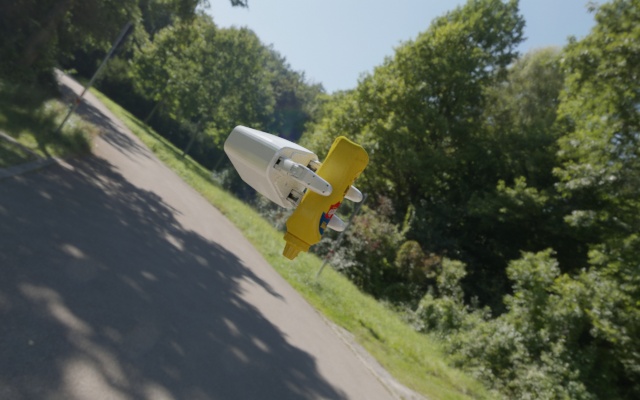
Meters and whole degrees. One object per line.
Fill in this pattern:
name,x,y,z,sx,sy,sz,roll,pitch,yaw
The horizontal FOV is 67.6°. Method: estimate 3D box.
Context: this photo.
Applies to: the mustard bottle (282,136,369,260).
mustard bottle,0.001,0.002,0.709,0.058,0.191,0.096,31,-4,9
